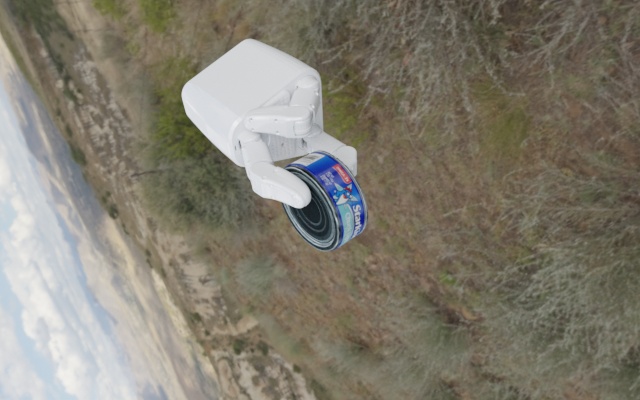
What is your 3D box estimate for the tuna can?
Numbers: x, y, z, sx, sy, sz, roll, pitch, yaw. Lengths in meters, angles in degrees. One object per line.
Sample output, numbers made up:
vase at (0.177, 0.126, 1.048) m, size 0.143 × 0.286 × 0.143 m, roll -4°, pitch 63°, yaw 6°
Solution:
tuna can at (0.000, 0.002, 0.423) m, size 0.033 × 0.086 × 0.086 m, roll -30°, pitch 16°, yaw -30°
